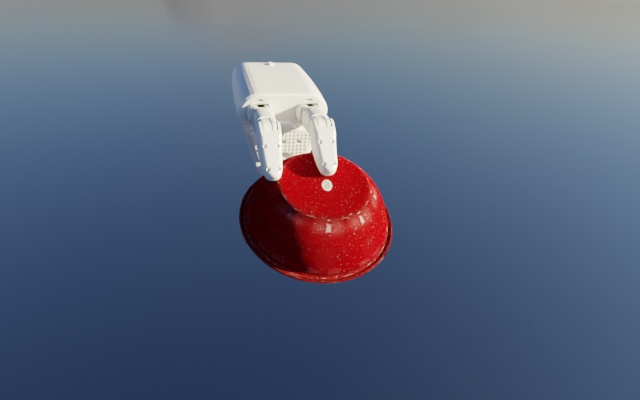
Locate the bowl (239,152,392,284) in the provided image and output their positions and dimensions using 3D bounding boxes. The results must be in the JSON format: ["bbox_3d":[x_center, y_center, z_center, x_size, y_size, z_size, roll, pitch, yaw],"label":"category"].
[{"bbox_3d":[0.001,0.002,0.482,0.162,0.162,0.055,0,-42,-12],"label":"bowl"}]
